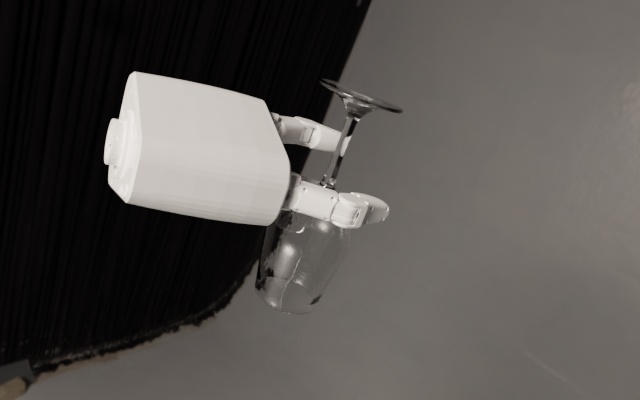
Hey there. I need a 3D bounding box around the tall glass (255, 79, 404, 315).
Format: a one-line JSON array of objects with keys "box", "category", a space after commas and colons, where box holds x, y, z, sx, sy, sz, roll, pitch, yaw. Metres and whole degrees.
[{"box": [0.000, 0.001, 0.423, 0.079, 0.201, 0.079, 18, 19, -6], "category": "tall glass"}]
